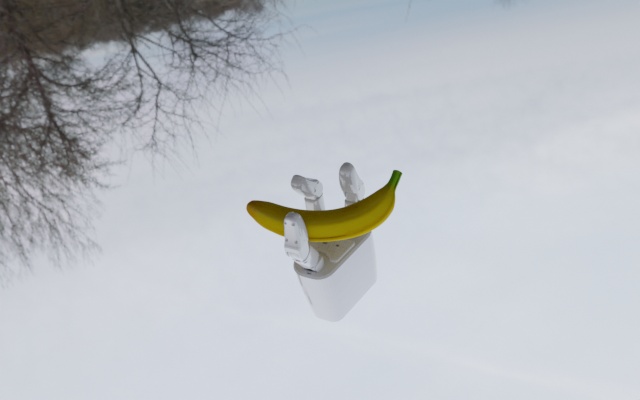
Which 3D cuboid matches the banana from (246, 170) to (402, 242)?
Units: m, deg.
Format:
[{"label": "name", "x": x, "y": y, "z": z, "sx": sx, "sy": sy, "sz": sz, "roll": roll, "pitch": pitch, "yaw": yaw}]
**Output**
[{"label": "banana", "x": 0.004, "y": 0.017, "z": 0.569, "sx": 0.198, "sy": 0.069, "sz": 0.037, "roll": -11, "pitch": -32, "yaw": 13}]
